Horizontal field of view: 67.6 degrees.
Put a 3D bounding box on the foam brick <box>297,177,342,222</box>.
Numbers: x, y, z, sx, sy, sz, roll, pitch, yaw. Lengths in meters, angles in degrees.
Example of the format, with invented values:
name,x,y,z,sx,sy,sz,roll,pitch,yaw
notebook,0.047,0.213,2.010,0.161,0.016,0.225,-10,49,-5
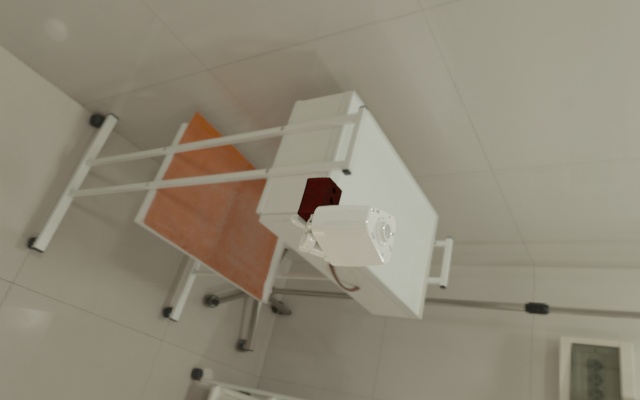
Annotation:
name,x,y,z,sx,sy,sz,roll,pitch,yaw
foam brick,0.000,0.003,0.879,0.051,0.078,0.053,-4,-31,33
